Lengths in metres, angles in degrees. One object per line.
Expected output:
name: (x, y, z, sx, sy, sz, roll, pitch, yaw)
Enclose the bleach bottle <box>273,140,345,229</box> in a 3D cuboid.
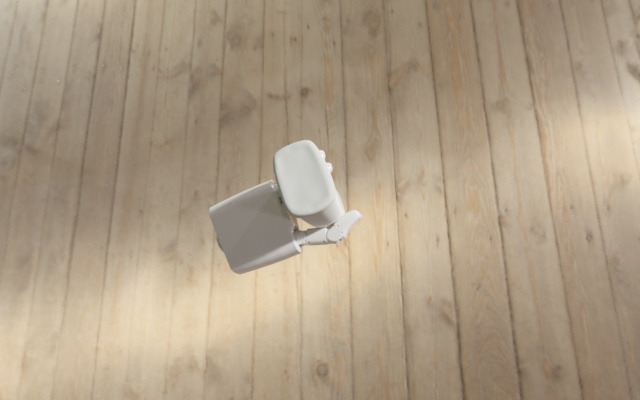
bleach bottle: (0.000, 0.002, 0.711, 0.068, 0.102, 0.251, -21, -19, 5)
